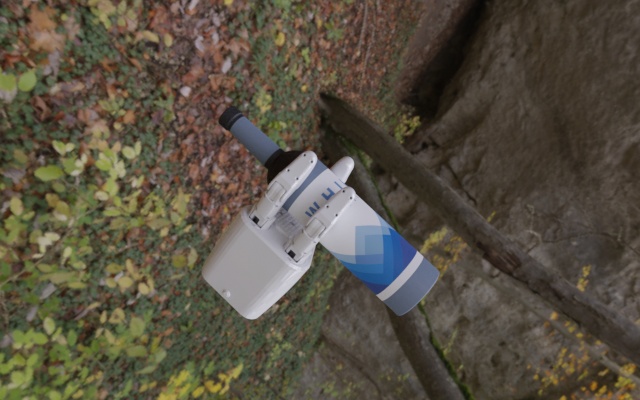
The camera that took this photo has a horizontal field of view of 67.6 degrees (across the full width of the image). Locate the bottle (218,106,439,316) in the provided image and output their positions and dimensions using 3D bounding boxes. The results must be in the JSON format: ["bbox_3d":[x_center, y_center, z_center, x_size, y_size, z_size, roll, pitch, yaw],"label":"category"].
[{"bbox_3d":[0.000,0.002,0.534,0.295,0.069,0.069,43,4,4],"label":"bottle"}]
